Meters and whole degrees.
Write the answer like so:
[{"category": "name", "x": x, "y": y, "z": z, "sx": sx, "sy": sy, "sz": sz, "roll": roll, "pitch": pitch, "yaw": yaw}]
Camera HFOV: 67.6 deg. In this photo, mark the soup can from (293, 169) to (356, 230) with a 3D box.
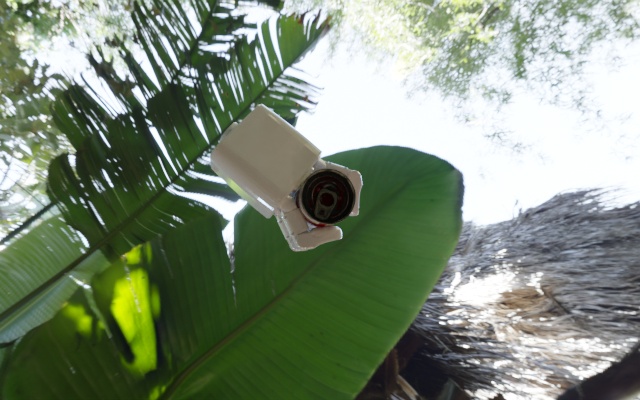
[{"category": "soup can", "x": 0.000, "y": 0.002, "z": 0.621, "sx": 0.068, "sy": 0.068, "sz": 0.102, "roll": 0, "pitch": -8, "yaw": -11}]
